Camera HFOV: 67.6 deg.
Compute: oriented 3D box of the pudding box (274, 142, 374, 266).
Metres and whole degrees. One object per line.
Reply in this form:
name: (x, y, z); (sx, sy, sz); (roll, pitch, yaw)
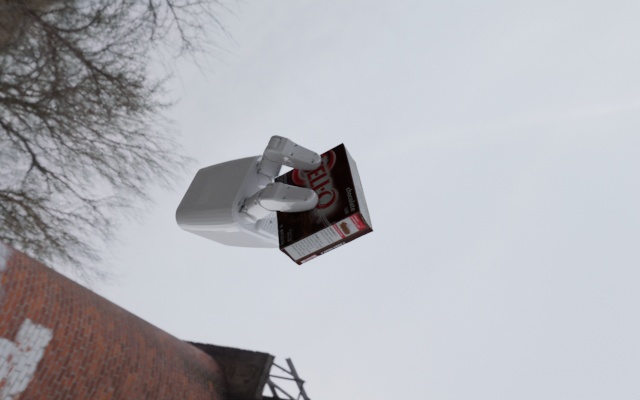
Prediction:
pudding box: (0.000, 0.002, 0.498); (0.090, 0.113, 0.039); (-27, -48, 16)
